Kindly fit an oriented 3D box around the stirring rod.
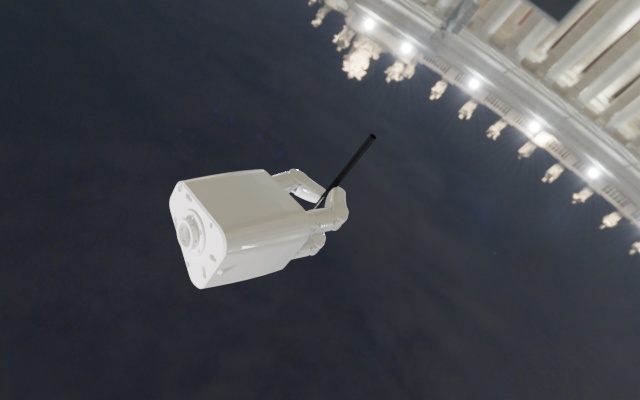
[{"bbox_3d":[0.000,0.002,0.603,0.011,0.011,0.240,0,-37,-37],"label":"stirring rod"}]
